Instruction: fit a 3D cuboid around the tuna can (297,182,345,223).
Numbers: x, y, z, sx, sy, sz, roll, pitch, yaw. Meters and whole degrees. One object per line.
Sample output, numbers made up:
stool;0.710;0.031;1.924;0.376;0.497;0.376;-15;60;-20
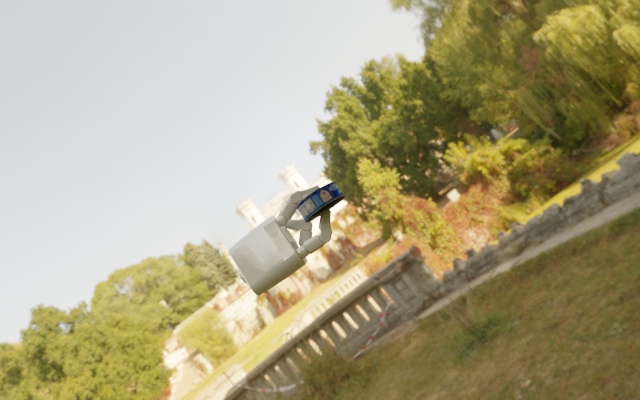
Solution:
tuna can;0.000;0.002;0.862;0.086;0.033;0.086;-33;-8;-5
